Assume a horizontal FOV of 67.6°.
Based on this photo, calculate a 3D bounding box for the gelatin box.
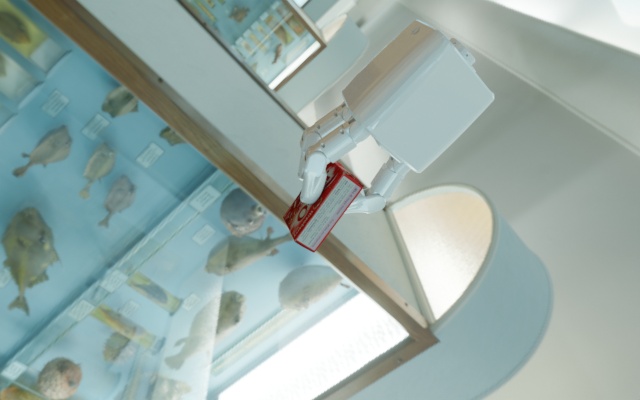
[{"bbox_3d":[0.000,0.002,0.510,0.030,0.089,0.073,33,7,-21],"label":"gelatin box"}]
